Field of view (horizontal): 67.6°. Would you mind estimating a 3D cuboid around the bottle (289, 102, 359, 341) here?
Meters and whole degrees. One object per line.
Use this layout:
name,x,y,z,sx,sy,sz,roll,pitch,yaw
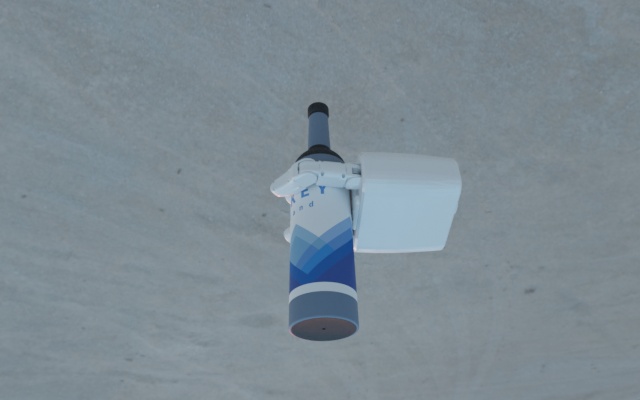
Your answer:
bottle,0.000,0.002,0.533,0.069,0.295,0.069,-1,-35,-1
